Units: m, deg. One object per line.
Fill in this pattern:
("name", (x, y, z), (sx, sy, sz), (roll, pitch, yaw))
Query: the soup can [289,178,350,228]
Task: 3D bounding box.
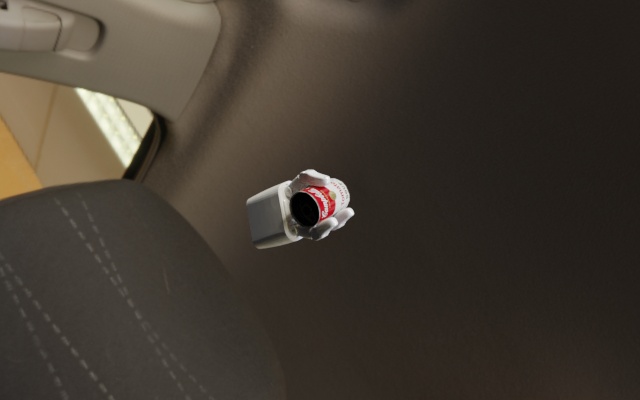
("soup can", (0.001, 0.003, 0.881), (0.068, 0.068, 0.102), (0, 16, 37))
